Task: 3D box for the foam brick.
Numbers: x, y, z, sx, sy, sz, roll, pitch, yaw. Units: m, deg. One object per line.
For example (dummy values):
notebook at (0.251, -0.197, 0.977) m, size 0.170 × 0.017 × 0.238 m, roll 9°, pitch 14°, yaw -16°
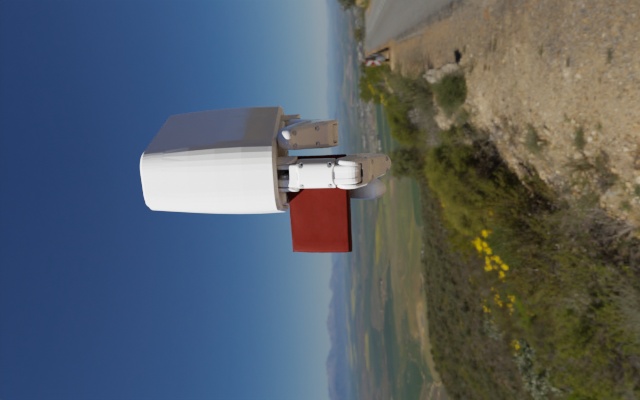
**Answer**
foam brick at (0.000, 0.002, 0.420) m, size 0.051 × 0.078 × 0.053 m, roll -3°, pitch 14°, yaw 1°
